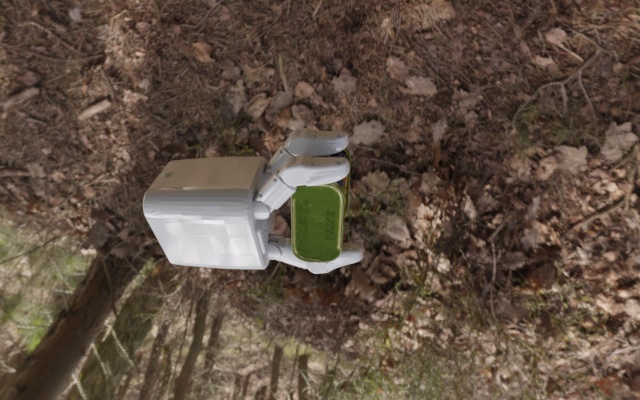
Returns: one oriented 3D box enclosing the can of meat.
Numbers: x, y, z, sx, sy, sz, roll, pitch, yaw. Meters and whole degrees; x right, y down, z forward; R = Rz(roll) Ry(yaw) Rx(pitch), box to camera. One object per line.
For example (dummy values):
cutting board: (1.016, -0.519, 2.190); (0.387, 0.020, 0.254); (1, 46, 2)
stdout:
can of meat: (0.000, 0.002, 0.494); (0.057, 0.102, 0.084); (4, 32, 4)
